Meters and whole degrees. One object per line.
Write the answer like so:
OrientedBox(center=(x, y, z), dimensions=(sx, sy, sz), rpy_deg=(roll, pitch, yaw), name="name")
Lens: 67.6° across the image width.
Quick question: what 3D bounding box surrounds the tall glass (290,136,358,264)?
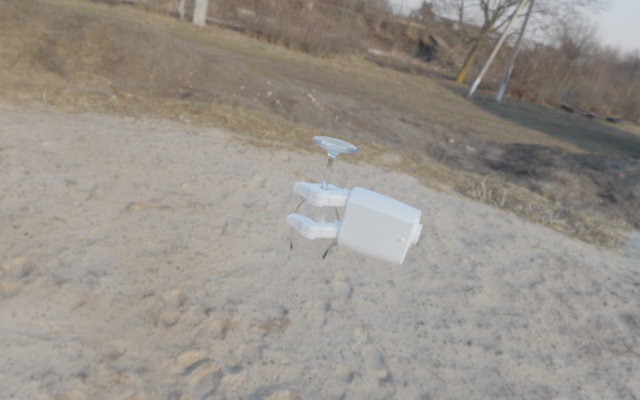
OrientedBox(center=(0.000, 0.002, 0.778), dimensions=(0.079, 0.201, 0.079), rpy_deg=(13, 20, -5), name="tall glass")
